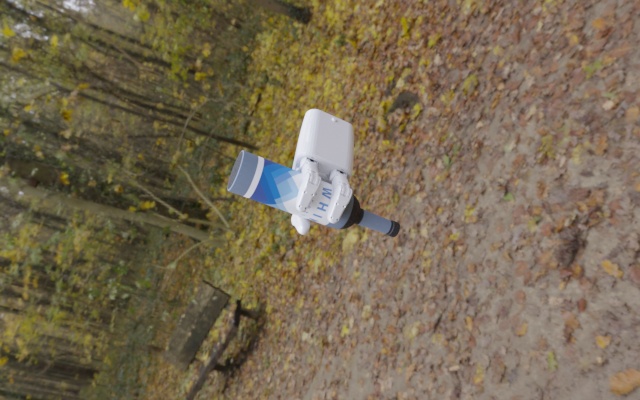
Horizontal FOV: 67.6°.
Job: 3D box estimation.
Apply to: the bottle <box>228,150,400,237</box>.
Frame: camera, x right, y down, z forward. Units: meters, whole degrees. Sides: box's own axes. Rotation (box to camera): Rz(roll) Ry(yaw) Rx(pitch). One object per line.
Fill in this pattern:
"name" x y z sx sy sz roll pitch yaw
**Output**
"bottle" 0.000 0.003 0.777 0.296 0.069 0.069 20 -7 -19
